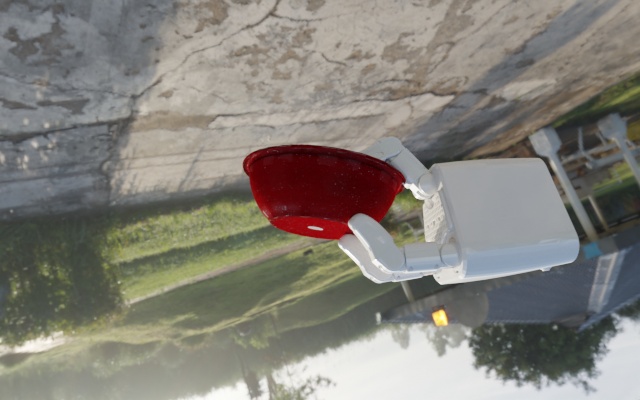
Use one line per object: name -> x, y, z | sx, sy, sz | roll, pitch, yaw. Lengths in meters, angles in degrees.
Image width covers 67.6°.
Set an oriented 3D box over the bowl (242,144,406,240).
bowl -> -0.001, 0.002, 0.465 | 0.162, 0.055, 0.162 | 7, -16, 2
